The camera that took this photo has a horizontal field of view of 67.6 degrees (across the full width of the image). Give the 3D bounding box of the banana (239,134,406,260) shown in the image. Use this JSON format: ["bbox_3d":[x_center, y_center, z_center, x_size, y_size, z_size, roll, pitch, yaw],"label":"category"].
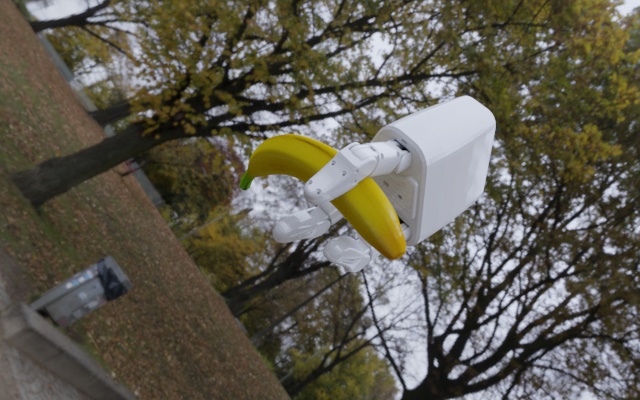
[{"bbox_3d":[-0.002,-0.017,0.410,0.037,0.070,0.197,-22,33,-38],"label":"banana"}]
